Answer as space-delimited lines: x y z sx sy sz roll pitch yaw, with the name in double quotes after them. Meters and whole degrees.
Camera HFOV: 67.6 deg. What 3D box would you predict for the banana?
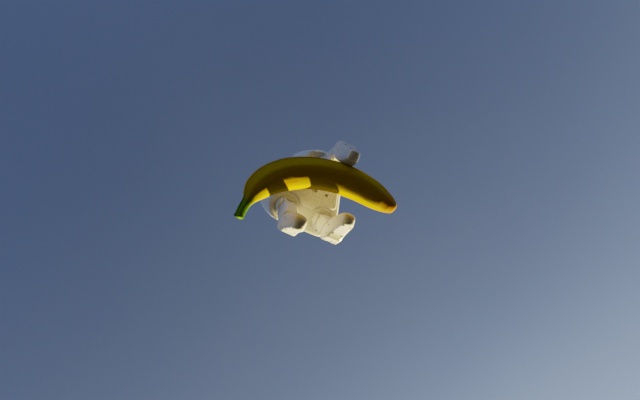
-0.004 -0.017 0.556 0.198 0.069 0.037 -2 1 -18 "banana"
